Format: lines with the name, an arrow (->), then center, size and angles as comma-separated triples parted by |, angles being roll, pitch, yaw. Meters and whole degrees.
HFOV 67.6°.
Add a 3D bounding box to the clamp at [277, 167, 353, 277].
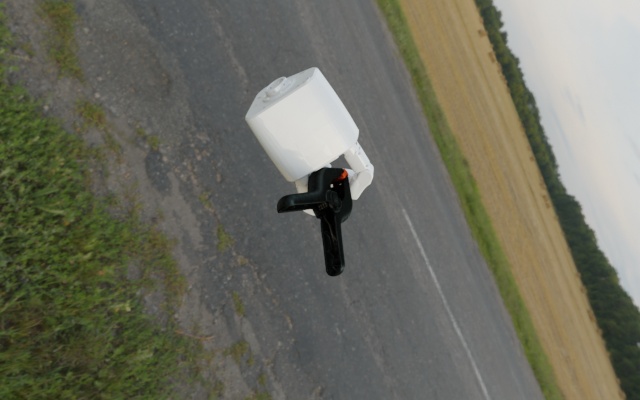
clamp -> 0.001, 0.002, 0.619 | 0.039, 0.120, 0.171 | -22, 33, 25
